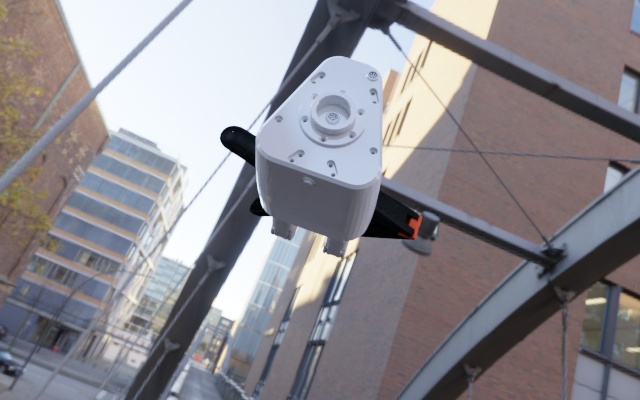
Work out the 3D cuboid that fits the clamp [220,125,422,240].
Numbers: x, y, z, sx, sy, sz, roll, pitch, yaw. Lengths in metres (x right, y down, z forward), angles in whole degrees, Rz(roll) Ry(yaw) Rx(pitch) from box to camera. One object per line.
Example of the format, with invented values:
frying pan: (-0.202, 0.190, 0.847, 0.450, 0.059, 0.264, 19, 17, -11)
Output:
clamp: (0.001, 0.001, 0.511, 0.210, 0.036, 0.165, 20, -24, 6)
